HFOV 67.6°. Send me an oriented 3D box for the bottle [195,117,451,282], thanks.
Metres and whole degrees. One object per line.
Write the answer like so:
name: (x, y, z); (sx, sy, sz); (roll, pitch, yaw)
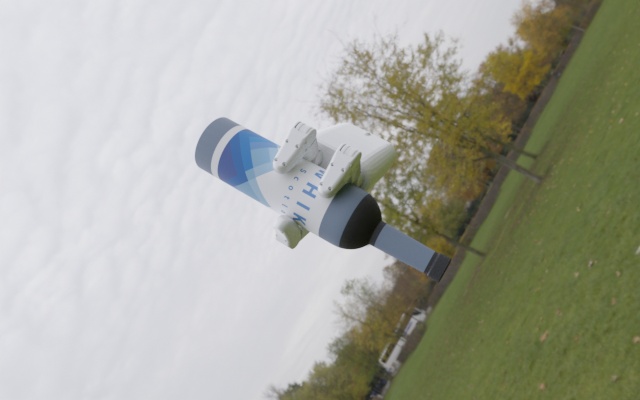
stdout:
bottle: (0.000, 0.002, 0.514); (0.295, 0.069, 0.069); (29, 8, 16)
